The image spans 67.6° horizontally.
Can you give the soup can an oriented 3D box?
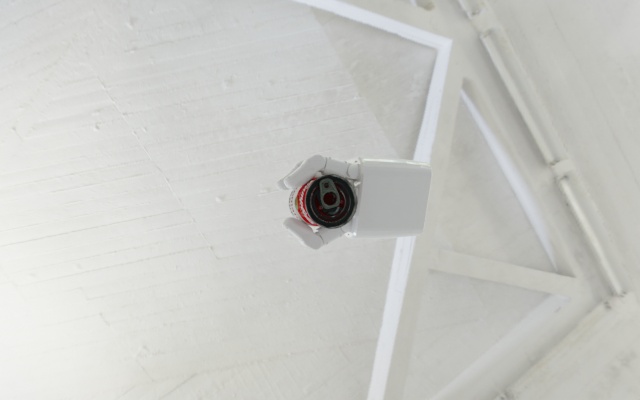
[{"bbox_3d":[0.000,0.002,0.634,0.068,0.068,0.102,0,-1,-16],"label":"soup can"}]
